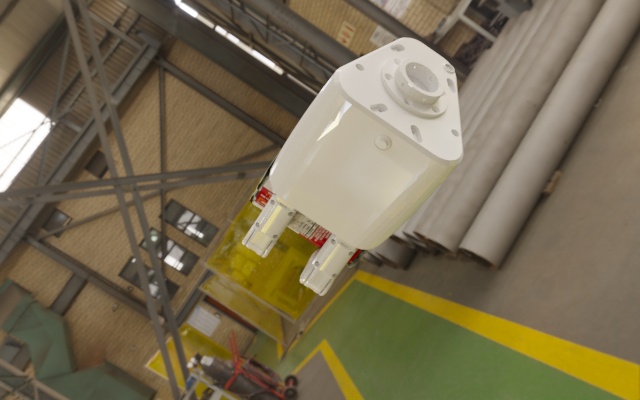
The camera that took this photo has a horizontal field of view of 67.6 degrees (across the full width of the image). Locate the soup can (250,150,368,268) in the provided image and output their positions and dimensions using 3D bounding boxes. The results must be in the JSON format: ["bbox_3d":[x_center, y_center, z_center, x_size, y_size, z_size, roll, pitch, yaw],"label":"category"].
[{"bbox_3d":[0.000,0.001,0.406,0.102,0.068,0.068,34,-3,-4],"label":"soup can"}]
